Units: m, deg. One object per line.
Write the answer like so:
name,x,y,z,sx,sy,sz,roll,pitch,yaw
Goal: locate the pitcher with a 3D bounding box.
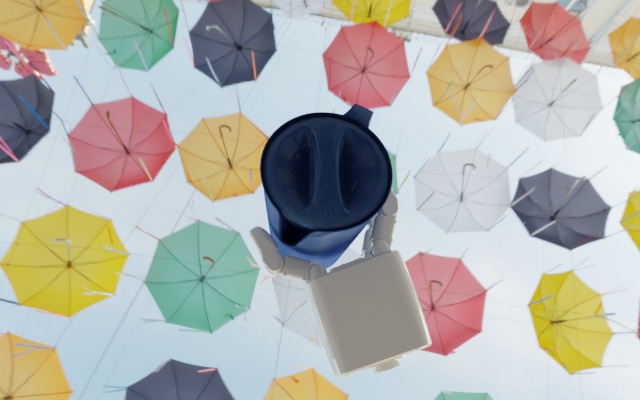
pitcher,0.000,0.002,0.583,0.149,0.145,0.243,-16,-18,-12
